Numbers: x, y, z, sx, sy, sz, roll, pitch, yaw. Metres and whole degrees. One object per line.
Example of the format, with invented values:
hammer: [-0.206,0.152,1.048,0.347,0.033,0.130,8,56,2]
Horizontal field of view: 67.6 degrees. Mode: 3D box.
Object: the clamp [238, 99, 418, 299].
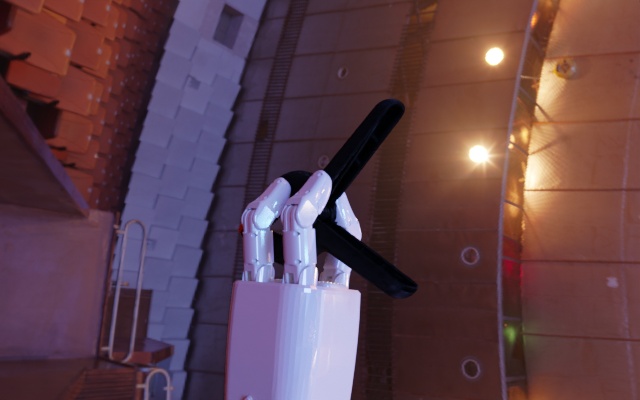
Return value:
clamp: [0.000,0.002,0.444,0.210,0.164,0.036,-6,-15,44]
